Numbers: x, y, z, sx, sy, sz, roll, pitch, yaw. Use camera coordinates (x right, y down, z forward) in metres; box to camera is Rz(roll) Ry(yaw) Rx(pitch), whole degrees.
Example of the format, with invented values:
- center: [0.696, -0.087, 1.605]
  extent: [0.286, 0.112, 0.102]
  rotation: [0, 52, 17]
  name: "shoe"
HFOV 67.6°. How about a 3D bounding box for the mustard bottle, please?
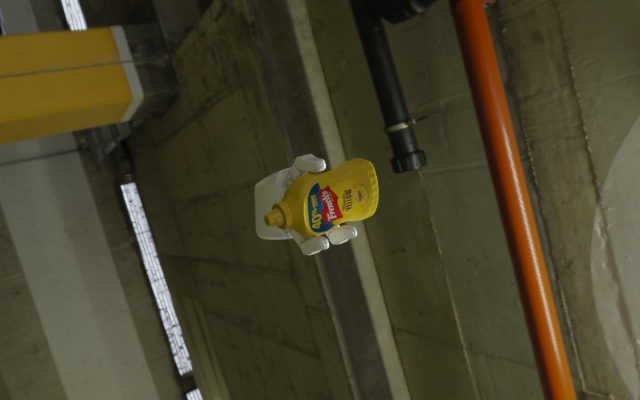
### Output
- center: [0.001, 0.002, 0.727]
  extent: [0.191, 0.096, 0.058]
  rotation: [-19, 26, -31]
  name: "mustard bottle"
